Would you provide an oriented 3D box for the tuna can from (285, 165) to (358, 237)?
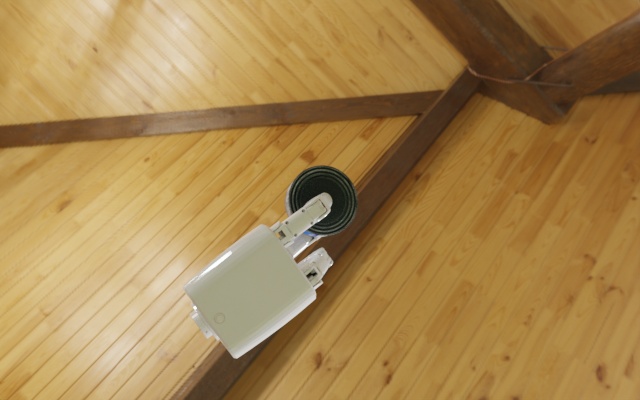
[{"bbox_3d":[0.000,0.002,0.587,0.086,0.086,0.034,0,-9,-14],"label":"tuna can"}]
